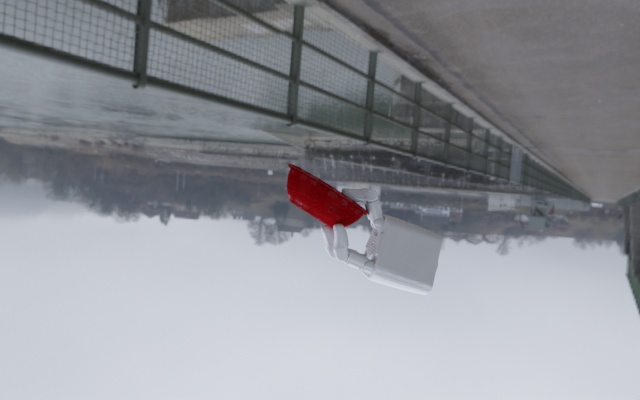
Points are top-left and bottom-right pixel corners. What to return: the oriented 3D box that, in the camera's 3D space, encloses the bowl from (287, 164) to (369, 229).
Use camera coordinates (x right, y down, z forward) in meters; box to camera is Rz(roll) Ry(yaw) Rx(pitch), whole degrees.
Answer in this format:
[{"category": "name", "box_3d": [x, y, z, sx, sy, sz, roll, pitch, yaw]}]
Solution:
[{"category": "bowl", "box_3d": [-0.001, 0.002, 0.811, 0.162, 0.055, 0.162, 32, -2, 1]}]
